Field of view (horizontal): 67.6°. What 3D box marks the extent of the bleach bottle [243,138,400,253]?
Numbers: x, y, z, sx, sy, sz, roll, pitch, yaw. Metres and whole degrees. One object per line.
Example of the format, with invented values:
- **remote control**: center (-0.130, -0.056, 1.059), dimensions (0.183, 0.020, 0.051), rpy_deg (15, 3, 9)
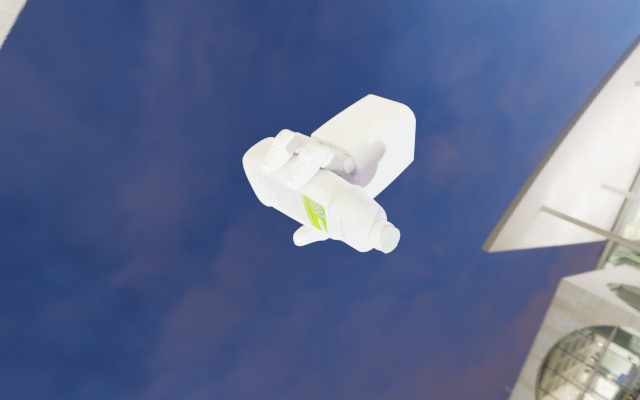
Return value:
- **bleach bottle**: center (0.000, 0.002, 0.592), dimensions (0.068, 0.103, 0.250), rpy_deg (-39, 42, -18)
